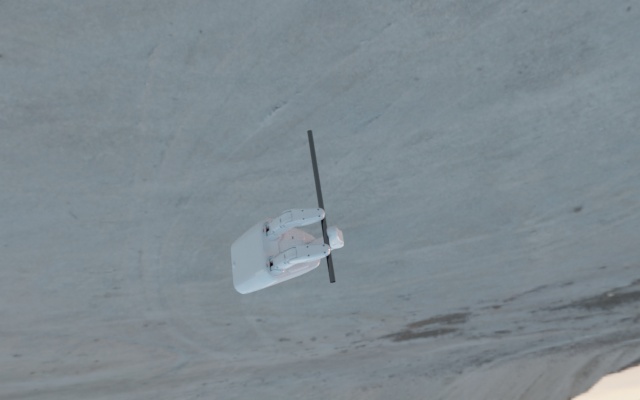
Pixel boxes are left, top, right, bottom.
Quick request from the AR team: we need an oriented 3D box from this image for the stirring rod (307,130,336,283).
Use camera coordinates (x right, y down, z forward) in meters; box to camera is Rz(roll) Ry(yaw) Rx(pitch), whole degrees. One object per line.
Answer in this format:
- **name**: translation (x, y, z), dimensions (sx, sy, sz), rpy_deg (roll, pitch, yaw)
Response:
- **stirring rod**: translation (0.000, 0.002, 0.704), dimensions (0.011, 0.239, 0.011), rpy_deg (-8, -21, -3)
